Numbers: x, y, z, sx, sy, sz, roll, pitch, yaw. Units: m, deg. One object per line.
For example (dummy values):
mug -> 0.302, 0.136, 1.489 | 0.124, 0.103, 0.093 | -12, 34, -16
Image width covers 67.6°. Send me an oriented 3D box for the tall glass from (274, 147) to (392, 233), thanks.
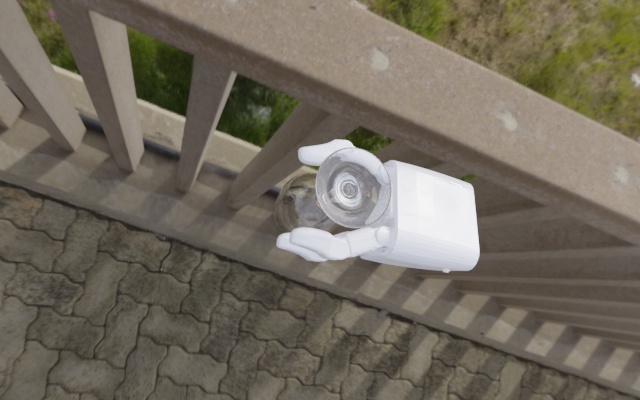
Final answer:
tall glass -> 0.000, 0.002, 0.523 | 0.079, 0.079, 0.201 | 0, -8, -19
